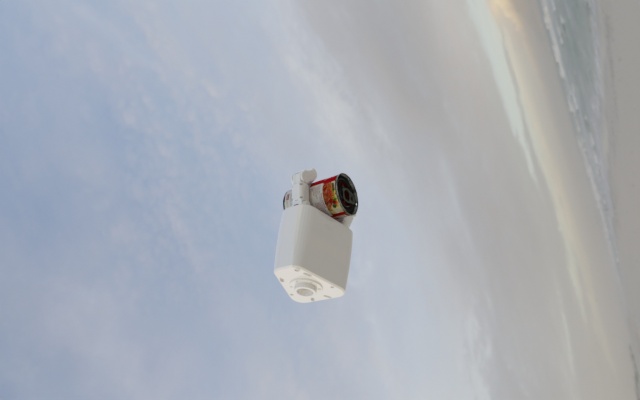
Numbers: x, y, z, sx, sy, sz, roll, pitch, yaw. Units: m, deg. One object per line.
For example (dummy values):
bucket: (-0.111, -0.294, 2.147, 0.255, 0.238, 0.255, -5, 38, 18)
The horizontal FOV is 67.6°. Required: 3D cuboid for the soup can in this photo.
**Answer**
soup can: (0.000, 0.002, 0.760, 0.102, 0.068, 0.068, -16, -8, 29)
